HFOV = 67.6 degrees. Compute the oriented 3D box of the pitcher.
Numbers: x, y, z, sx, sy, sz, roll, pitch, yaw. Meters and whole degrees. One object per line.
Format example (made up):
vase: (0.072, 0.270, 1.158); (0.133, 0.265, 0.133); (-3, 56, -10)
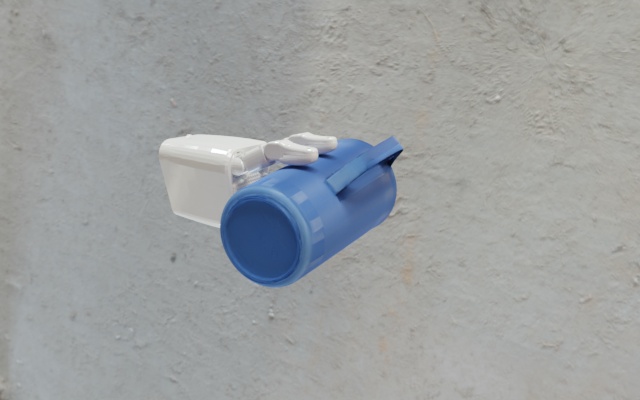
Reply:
pitcher: (0.000, 0.002, 0.566); (0.145, 0.149, 0.242); (11, 19, 24)
